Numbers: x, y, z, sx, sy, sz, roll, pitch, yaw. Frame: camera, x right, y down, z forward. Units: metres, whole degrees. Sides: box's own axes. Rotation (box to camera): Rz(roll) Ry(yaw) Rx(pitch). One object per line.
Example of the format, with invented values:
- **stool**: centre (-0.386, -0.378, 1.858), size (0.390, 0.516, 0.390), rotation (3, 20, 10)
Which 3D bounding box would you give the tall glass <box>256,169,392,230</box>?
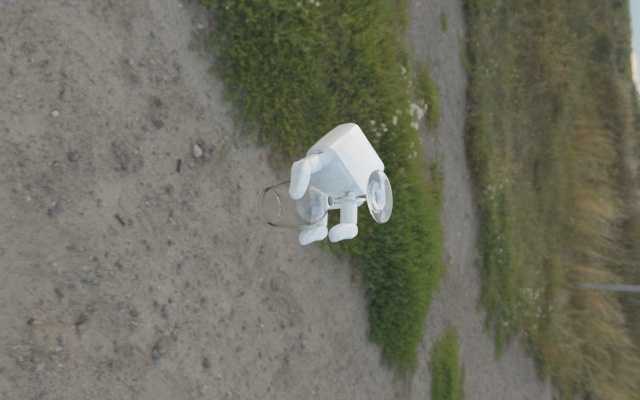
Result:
- **tall glass**: centre (0.001, 0.002, 0.709), size (0.201, 0.079, 0.079), rotation (-6, -3, 33)
